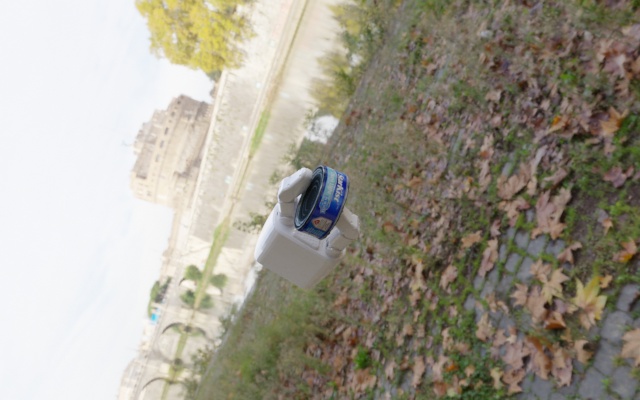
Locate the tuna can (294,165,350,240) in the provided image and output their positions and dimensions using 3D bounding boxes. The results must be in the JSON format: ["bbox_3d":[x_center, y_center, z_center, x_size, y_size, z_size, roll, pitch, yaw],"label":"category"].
[{"bbox_3d":[0.000,0.002,0.574,0.034,0.086,0.086,22,-6,-15],"label":"tuna can"}]
